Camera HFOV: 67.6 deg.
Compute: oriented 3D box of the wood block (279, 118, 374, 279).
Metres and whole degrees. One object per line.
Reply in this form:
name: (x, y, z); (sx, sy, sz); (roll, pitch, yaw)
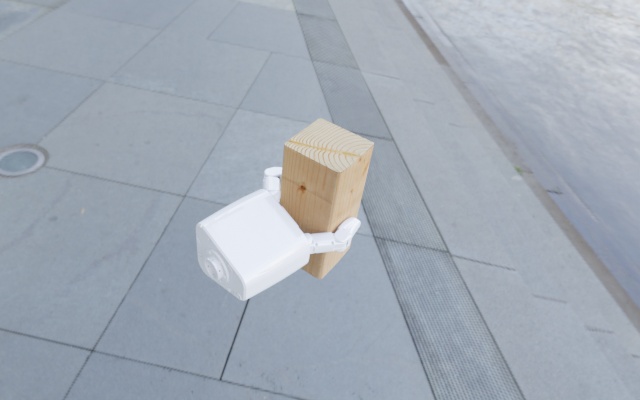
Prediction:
wood block: (0.000, 0.002, 0.689); (0.091, 0.206, 0.090); (29, 45, 20)
